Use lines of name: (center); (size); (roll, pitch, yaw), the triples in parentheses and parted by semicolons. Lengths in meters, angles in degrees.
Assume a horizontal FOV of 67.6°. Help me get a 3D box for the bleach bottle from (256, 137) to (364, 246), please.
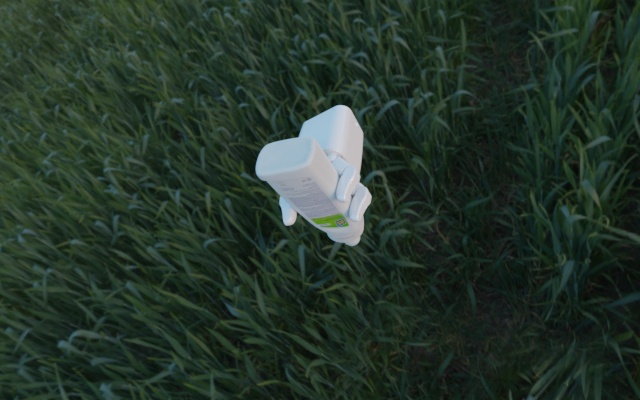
bleach bottle: (0.000, 0.003, 0.785); (0.102, 0.068, 0.251); (-7, -37, 25)
